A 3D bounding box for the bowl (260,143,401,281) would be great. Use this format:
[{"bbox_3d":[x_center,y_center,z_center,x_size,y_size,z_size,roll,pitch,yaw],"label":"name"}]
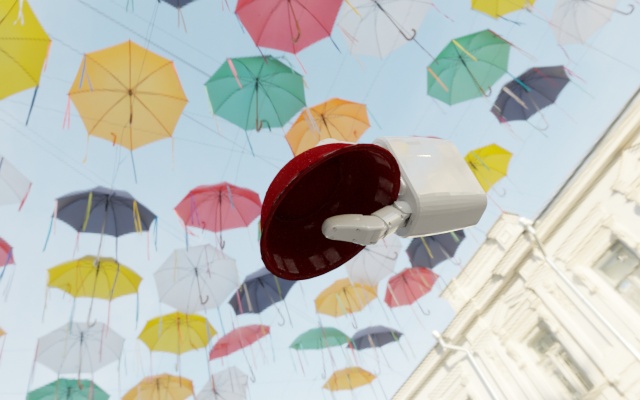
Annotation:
[{"bbox_3d":[-0.001,0.001,0.470,0.162,0.162,0.055,0,35,-43],"label":"bowl"}]
